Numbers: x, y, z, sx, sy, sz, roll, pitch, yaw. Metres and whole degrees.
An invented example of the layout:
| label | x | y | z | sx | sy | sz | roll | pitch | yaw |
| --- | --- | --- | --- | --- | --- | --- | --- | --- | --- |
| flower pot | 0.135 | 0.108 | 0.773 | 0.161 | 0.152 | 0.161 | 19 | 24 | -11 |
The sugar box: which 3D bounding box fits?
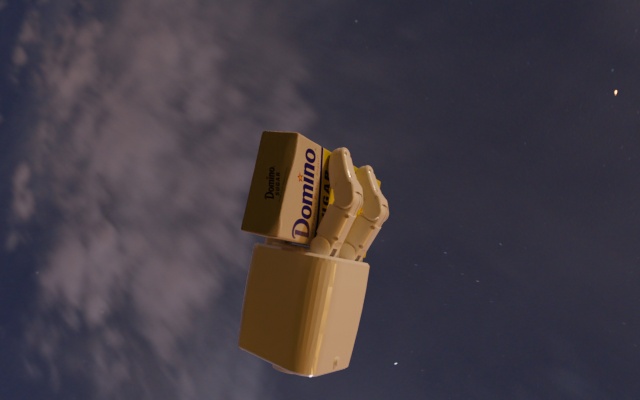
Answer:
| label | x | y | z | sx | sy | sz | roll | pitch | yaw |
| --- | --- | --- | --- | --- | --- | --- | --- | --- | --- |
| sugar box | 0.001 | 0.002 | 0.477 | 0.048 | 0.093 | 0.176 | 8 | -7 | 30 |
